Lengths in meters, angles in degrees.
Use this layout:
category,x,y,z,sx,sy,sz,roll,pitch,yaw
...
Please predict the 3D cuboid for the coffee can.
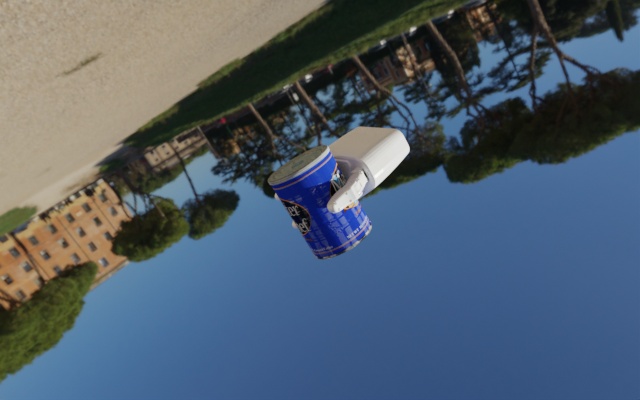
category,x,y,z,sx,sy,sz,roll,pitch,yaw
coffee can,0.000,0.002,0.720,0.103,0.140,0.102,-28,16,9
